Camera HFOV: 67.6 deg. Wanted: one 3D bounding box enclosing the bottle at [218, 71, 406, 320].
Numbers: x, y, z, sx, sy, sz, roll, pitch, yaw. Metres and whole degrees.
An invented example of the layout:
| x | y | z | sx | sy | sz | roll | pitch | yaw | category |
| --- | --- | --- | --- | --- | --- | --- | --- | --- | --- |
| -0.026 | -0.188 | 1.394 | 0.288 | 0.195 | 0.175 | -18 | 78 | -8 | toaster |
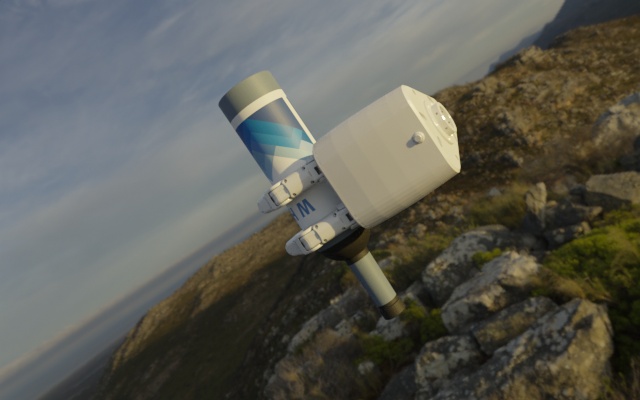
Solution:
| x | y | z | sx | sy | sz | roll | pitch | yaw | category |
| --- | --- | --- | --- | --- | --- | --- | --- | --- | --- |
| 0.000 | 0.002 | 0.519 | 0.069 | 0.296 | 0.069 | -34 | 2 | 1 | bottle |
